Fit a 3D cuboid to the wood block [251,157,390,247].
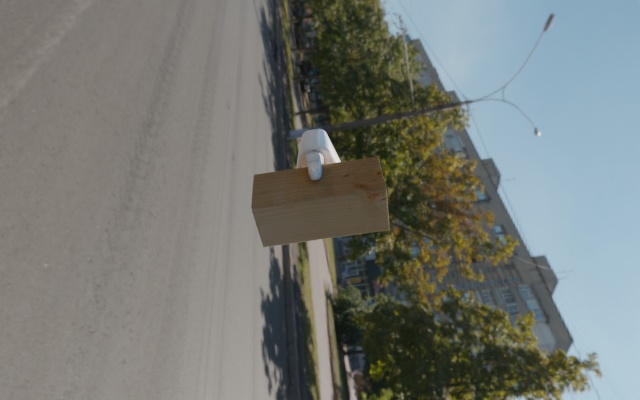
[{"bbox_3d":[0.000,0.002,0.774,0.206,0.091,0.090,-9,40,3],"label":"wood block"}]
